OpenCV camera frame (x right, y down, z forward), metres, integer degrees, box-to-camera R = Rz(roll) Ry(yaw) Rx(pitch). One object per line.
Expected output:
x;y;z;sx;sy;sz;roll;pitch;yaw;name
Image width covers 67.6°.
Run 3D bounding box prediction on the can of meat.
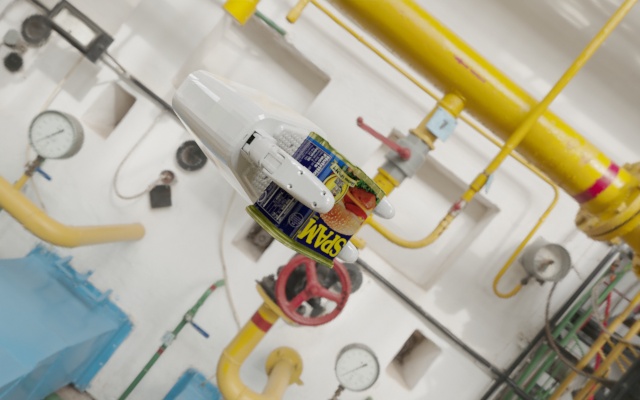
0.000;0.001;0.408;0.057;0.084;0.102;40;2;35;can of meat
